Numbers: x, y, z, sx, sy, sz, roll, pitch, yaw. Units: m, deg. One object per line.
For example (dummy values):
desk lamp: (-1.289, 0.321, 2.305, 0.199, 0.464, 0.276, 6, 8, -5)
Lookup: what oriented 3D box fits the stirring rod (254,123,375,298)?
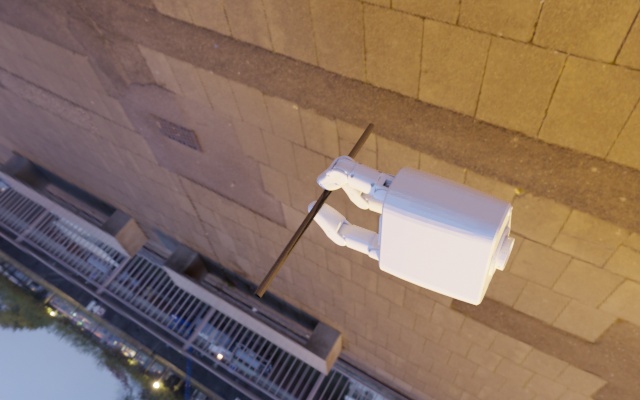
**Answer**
stirring rod: (0.000, 0.002, 0.510, 0.011, 0.239, 0.011, 27, -27, 15)
